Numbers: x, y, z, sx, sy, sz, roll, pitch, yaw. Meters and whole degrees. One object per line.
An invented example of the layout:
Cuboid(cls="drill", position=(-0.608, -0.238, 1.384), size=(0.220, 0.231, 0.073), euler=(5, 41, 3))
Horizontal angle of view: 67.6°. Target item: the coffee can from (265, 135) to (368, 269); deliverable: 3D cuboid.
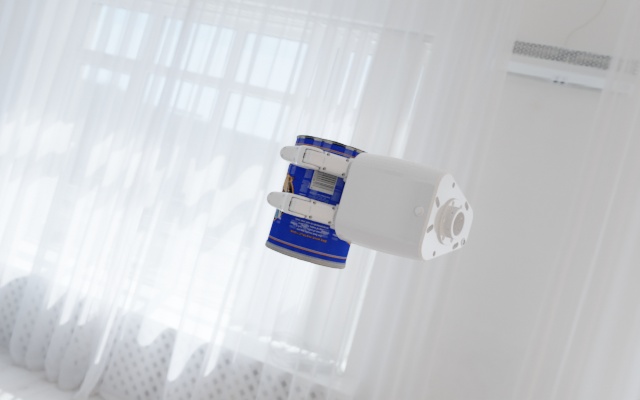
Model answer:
Cuboid(cls="coffee can", position=(0.000, 0.002, 0.587), size=(0.103, 0.140, 0.103), euler=(16, -1, 0))
